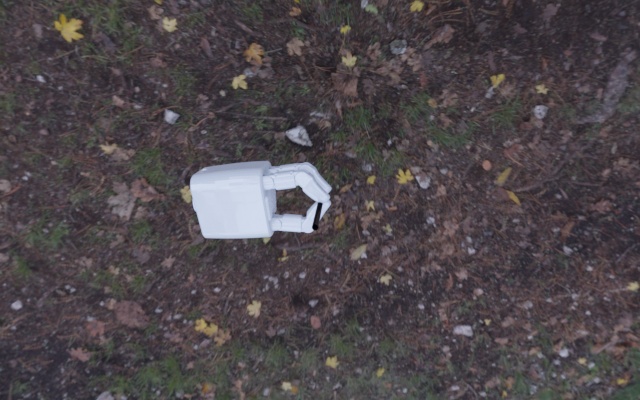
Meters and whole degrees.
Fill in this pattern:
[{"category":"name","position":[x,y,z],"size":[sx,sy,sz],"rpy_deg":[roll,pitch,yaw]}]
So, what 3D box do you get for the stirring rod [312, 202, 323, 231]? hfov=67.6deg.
[{"category":"stirring rod","position":[0.000,0.002,0.699],"size":[0.011,0.011,0.239],"rpy_deg":[0,15,3]}]
